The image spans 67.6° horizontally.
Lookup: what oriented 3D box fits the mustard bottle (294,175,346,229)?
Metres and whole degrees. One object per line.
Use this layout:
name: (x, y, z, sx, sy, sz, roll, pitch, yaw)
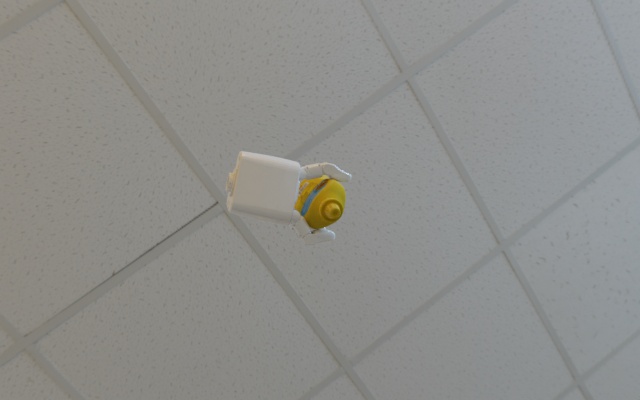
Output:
mustard bottle: (0.000, 0.003, 0.874, 0.058, 0.096, 0.191, 37, 0, -18)
